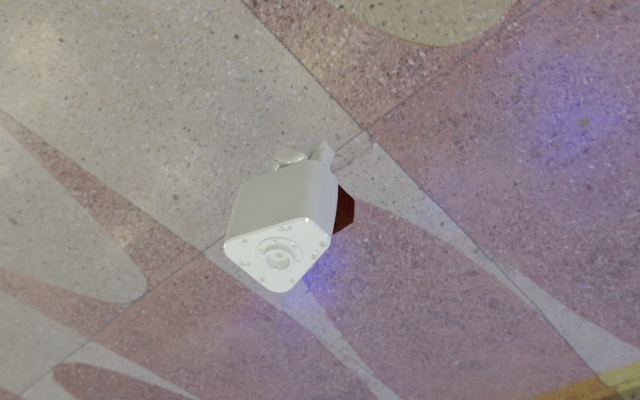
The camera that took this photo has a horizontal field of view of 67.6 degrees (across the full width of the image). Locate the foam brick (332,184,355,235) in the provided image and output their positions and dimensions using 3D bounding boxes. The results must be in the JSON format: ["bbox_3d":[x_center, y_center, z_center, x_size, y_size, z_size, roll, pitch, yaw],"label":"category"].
[{"bbox_3d":[0.000,0.002,0.609,0.053,0.078,0.051,-34,27,24],"label":"foam brick"}]
